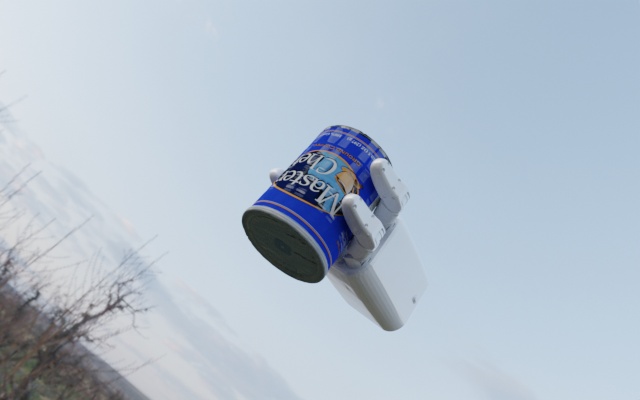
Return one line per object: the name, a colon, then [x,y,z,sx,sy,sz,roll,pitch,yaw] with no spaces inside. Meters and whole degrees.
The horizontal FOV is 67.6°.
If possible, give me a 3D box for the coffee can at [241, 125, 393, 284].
coffee can: [0.000,0.002,0.507,0.103,0.103,0.140,0,41,47]
